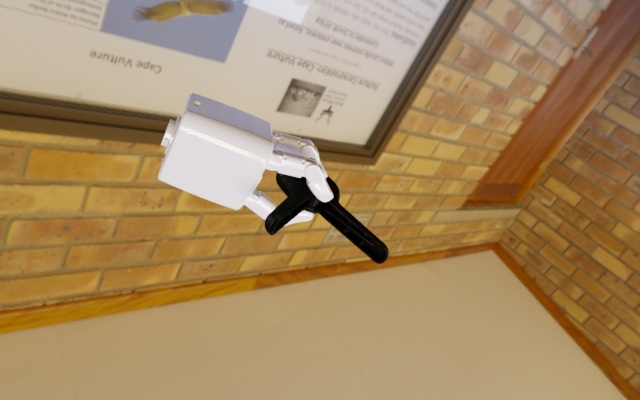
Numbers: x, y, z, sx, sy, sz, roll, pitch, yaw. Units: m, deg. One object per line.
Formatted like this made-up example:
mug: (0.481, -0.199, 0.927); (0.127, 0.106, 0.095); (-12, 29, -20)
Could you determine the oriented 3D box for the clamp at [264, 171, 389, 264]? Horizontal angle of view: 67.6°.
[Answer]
clamp: (-0.001, 0.002, 0.629); (0.164, 0.036, 0.209); (22, 26, -21)
